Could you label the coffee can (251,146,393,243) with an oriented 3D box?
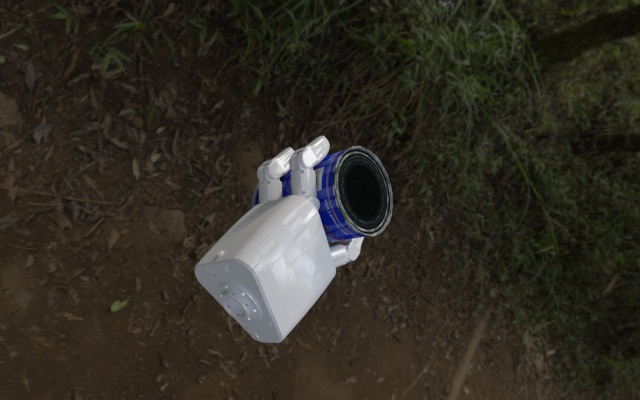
[{"bbox_3d":[0.000,0.002,0.575,0.140,0.103,0.103,-14,-10,42],"label":"coffee can"}]
